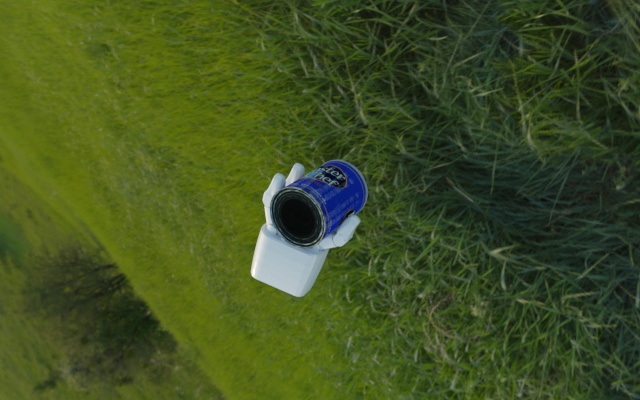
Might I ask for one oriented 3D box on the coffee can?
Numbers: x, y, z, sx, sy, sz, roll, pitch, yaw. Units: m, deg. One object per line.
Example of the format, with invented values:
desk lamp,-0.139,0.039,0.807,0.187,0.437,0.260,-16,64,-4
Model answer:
coffee can,0.000,0.002,0.773,0.103,0.103,0.140,0,21,34
